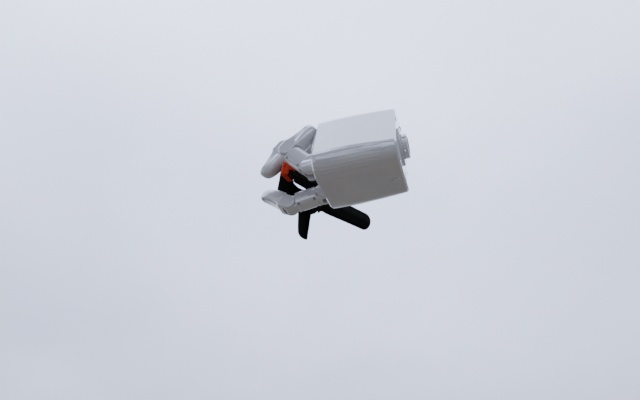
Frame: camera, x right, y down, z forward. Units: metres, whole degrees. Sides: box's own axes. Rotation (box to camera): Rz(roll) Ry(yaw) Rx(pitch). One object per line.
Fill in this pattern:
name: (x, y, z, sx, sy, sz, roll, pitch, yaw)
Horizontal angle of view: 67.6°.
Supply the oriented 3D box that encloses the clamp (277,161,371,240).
clamp: (0.000, 0.002, 0.694, 0.120, 0.039, 0.172, -11, -37, 15)
